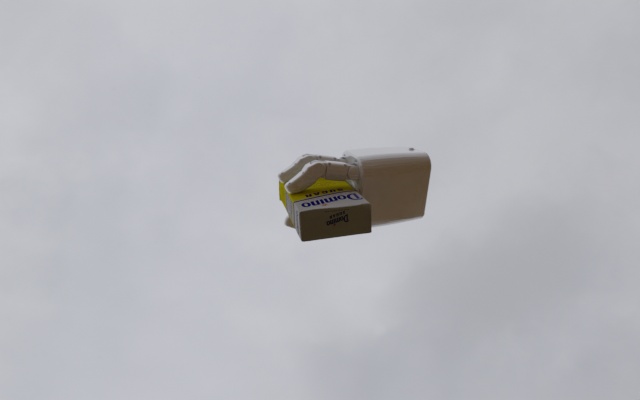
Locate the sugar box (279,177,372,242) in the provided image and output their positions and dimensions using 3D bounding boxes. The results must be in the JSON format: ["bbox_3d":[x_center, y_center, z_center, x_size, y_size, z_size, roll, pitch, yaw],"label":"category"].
[{"bbox_3d":[0.000,0.002,0.659,0.093,0.048,0.176,-7,16,-12],"label":"sugar box"}]
